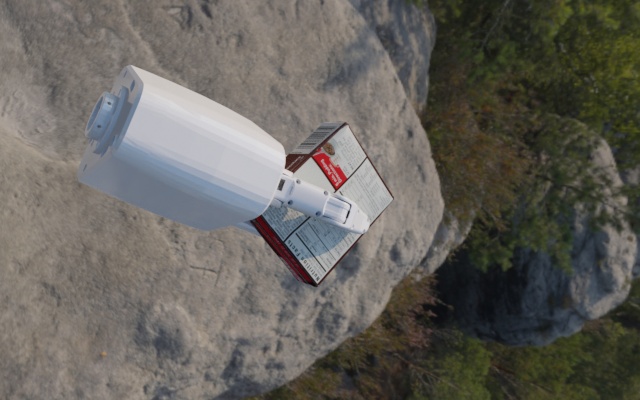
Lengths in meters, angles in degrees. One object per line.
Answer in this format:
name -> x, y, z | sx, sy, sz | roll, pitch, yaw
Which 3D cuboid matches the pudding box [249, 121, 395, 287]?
pudding box -> 0.000, 0.001, 0.402 | 0.113, 0.090, 0.039 | -45, 27, -20
